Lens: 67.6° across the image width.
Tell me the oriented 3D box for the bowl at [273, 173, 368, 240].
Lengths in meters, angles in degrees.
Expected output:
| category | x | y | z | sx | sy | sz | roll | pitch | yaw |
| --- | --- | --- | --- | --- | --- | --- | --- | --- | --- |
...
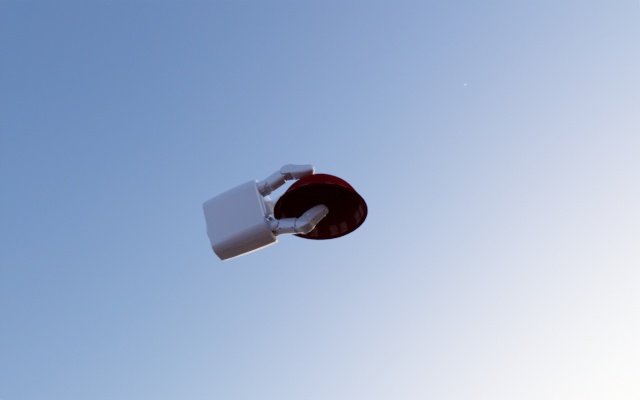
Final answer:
| category | x | y | z | sx | sy | sz | roll | pitch | yaw |
| --- | --- | --- | --- | --- | --- | --- | --- | --- | --- |
| bowl | 0.001 | 0.002 | 0.831 | 0.162 | 0.055 | 0.162 | -1 | -38 | 0 |
